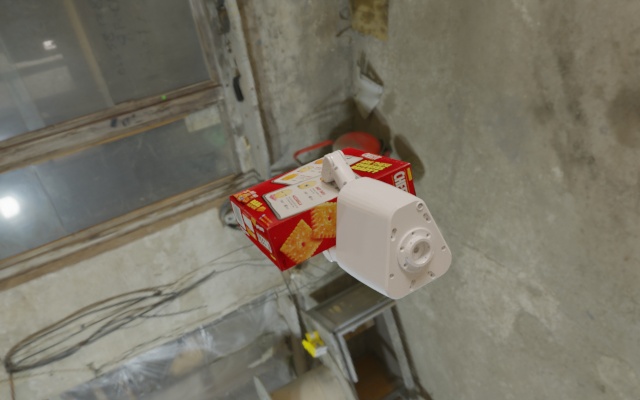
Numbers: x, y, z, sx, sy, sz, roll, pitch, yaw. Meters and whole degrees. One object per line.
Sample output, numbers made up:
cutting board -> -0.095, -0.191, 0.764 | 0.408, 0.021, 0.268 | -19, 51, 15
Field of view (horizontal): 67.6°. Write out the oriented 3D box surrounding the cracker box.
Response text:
cracker box -> 0.000, 0.002, 0.672 | 0.213, 0.072, 0.164 | -24, 23, -20
